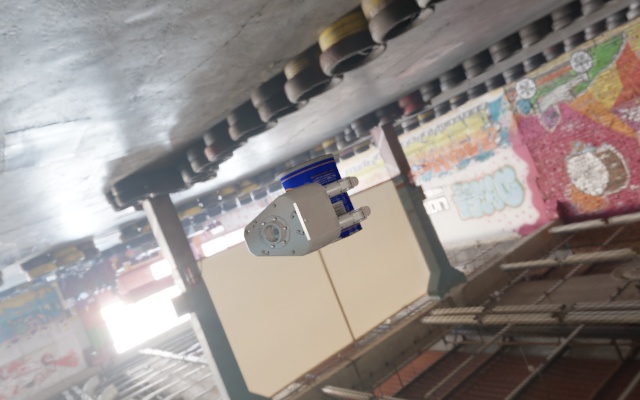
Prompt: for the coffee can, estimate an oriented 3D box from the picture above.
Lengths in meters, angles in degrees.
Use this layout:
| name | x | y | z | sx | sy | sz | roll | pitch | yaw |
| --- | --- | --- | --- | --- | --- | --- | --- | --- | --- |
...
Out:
| name | x | y | z | sx | sy | sz | roll | pitch | yaw |
| --- | --- | --- | --- | --- | --- | --- | --- | --- | --- |
| coffee can | 0.000 | 0.003 | 0.827 | 0.103 | 0.140 | 0.103 | -22 | 0 | 0 |
